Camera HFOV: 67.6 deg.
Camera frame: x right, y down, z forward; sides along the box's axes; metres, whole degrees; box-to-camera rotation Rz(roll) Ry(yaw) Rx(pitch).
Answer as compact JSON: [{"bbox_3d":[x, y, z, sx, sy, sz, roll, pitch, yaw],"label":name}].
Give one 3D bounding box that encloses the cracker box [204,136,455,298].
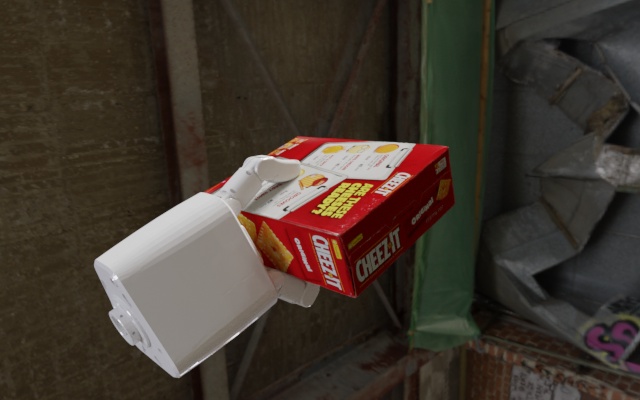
[{"bbox_3d":[0.000,0.001,0.485,0.213,0.072,0.164,12,37,44],"label":"cracker box"}]
